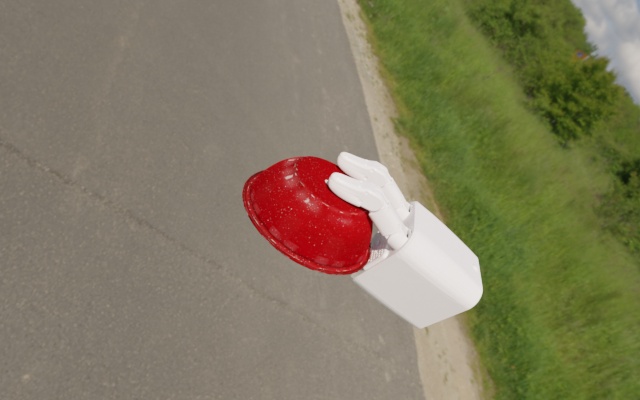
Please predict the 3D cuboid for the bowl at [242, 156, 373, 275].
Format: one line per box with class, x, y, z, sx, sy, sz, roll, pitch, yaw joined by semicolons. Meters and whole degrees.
bowl;-0.001;0.001;0.517;0.162;0.055;0.162;25;31;-16
